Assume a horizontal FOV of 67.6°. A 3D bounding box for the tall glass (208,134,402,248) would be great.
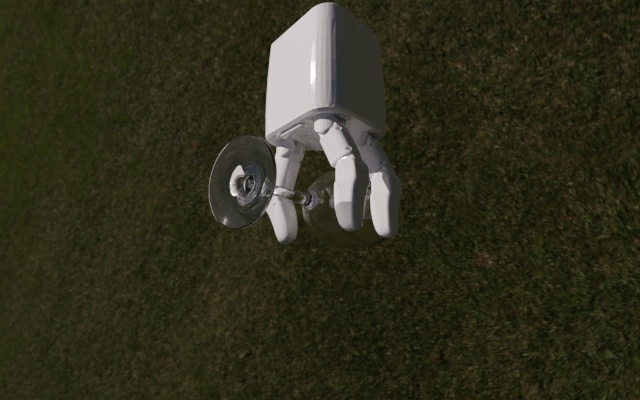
[{"bbox_3d":[0.000,0.001,0.439,0.079,0.079,0.201,0,-10,39],"label":"tall glass"}]
